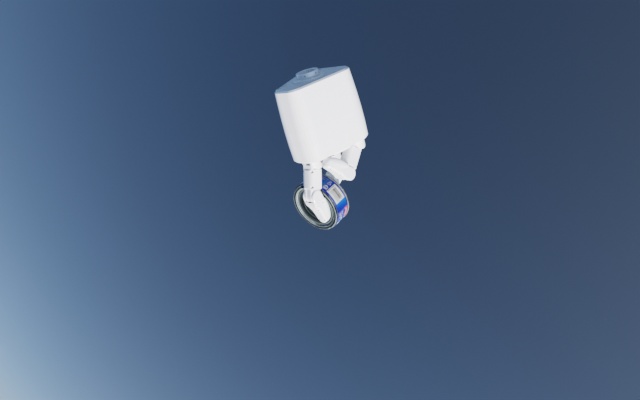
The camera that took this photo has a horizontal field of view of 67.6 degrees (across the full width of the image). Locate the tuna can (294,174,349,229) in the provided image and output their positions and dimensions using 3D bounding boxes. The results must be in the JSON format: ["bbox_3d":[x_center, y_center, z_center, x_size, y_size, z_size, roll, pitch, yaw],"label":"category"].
[{"bbox_3d":[0.000,0.003,0.748,0.086,0.086,0.033,0,32,43],"label":"tuna can"}]
